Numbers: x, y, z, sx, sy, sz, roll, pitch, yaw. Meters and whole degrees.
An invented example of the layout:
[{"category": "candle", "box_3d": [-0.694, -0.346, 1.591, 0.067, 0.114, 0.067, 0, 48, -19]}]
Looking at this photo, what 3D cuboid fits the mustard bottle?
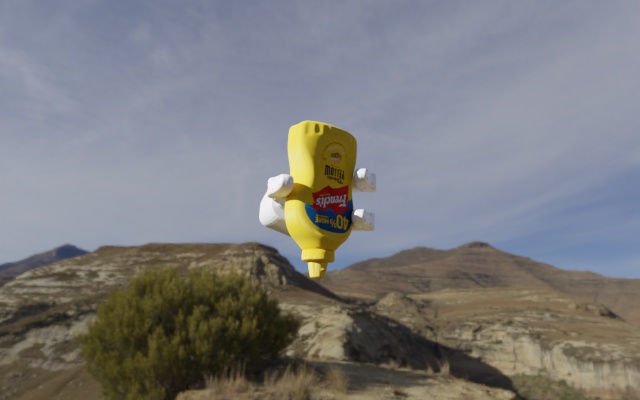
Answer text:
[{"category": "mustard bottle", "box_3d": [0.000, 0.002, 0.607, 0.096, 0.191, 0.058, 14, -17, -40]}]
